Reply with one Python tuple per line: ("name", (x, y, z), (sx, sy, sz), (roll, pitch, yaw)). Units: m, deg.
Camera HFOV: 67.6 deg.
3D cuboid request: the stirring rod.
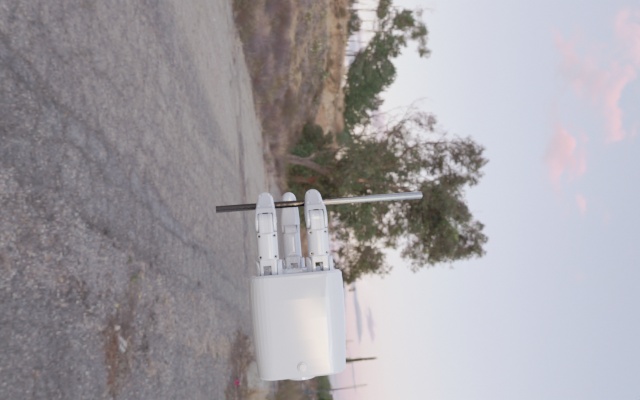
("stirring rod", (0.000, 0.002, 0.557), (0.239, 0.011, 0.011), (-4, 0, -5))
